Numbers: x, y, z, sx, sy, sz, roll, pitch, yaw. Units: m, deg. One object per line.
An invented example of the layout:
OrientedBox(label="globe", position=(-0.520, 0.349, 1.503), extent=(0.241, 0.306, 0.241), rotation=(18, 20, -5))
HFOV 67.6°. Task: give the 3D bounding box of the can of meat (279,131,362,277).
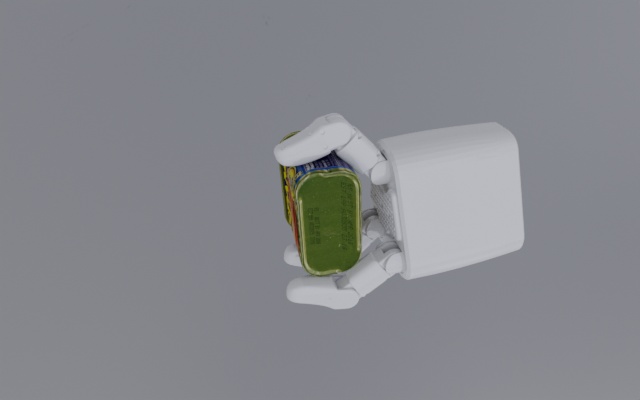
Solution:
OrientedBox(label="can of meat", position=(0.000, 0.001, 0.408), extent=(0.057, 0.102, 0.084), rotation=(-9, 30, -9))
